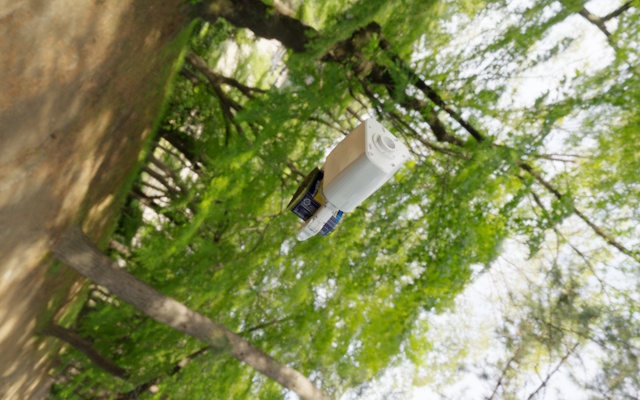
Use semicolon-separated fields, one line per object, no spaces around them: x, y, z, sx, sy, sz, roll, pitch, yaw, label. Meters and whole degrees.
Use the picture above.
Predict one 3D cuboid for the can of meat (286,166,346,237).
0.000;0.003;0.816;0.057;0.084;0.102;-45;11;35;can of meat
